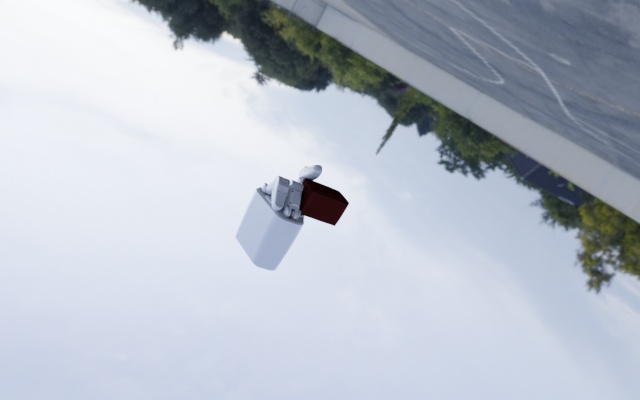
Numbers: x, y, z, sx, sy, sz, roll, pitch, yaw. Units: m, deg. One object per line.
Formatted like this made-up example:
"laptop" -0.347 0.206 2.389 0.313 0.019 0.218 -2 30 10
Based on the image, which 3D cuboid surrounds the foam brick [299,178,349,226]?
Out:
"foam brick" 0.000 0.003 0.853 0.078 0.051 0.053 20 18 -26
